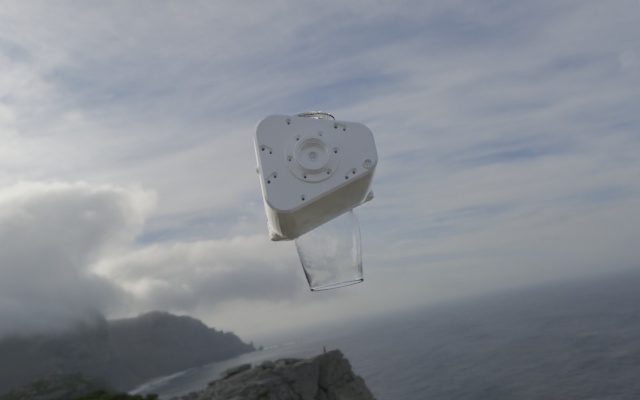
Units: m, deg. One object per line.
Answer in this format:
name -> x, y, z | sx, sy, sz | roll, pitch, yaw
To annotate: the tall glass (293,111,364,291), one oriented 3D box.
tall glass -> 0.000, 0.001, 0.563 | 0.079, 0.201, 0.079 | -11, -14, -3
